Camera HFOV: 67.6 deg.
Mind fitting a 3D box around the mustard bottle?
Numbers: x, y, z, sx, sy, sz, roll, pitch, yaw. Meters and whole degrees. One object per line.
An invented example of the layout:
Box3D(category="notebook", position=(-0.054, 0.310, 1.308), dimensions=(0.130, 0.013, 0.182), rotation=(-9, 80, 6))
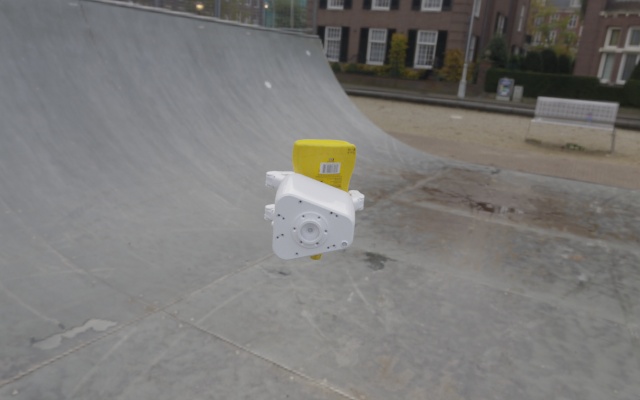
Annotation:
Box3D(category="mustard bottle", position=(0.000, 0.002, 0.752), dimensions=(0.096, 0.192, 0.058), rotation=(-2, 17, -24))
